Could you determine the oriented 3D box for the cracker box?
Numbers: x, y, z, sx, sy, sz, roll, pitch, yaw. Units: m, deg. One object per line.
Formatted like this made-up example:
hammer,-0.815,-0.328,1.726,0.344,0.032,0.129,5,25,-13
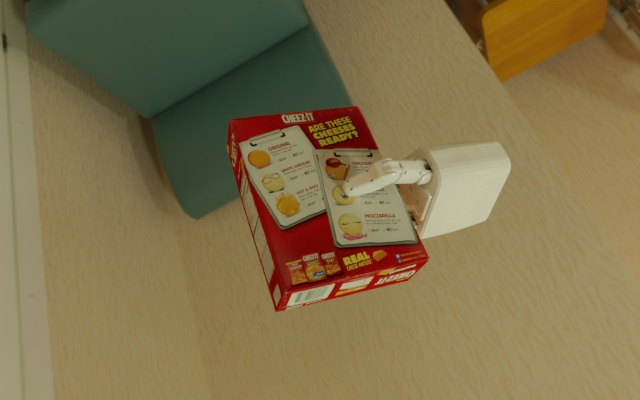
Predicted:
cracker box,0.000,0.002,0.537,0.164,0.213,0.072,-10,-29,-22
